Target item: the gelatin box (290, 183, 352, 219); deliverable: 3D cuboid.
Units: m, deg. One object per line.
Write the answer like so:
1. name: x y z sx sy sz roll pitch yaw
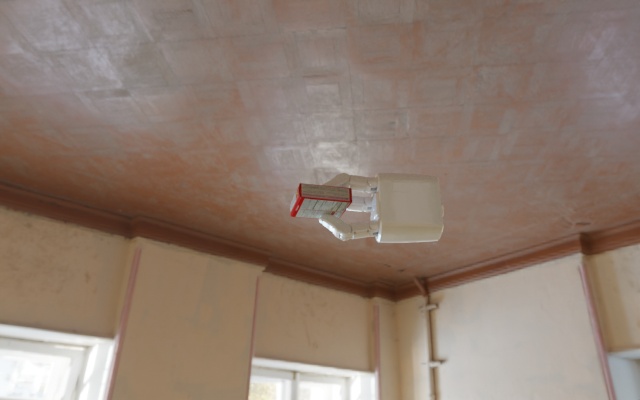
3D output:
1. gelatin box: 0.000 0.003 0.791 0.089 0.030 0.073 4 -27 -15
